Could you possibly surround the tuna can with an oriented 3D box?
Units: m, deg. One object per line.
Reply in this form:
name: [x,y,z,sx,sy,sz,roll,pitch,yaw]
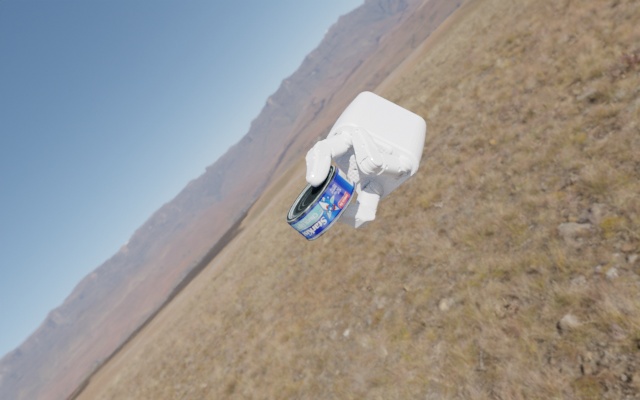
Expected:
tuna can: [0.000,0.001,0.541,0.034,0.086,0.086,40,-12,-14]
